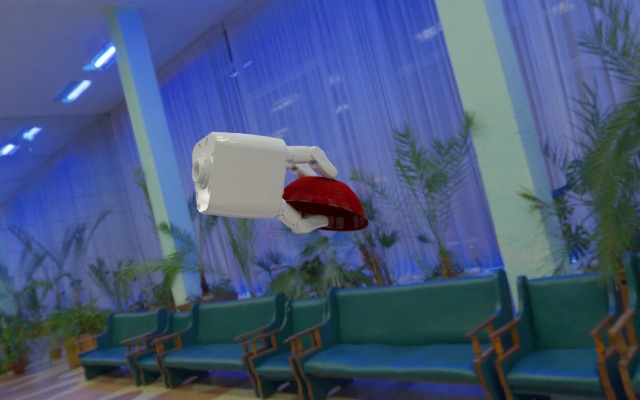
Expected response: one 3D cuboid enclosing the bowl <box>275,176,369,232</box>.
[{"bbox_3d":[0.001,0.003,0.764,0.162,0.055,0.162,9,-17,3],"label":"bowl"}]
